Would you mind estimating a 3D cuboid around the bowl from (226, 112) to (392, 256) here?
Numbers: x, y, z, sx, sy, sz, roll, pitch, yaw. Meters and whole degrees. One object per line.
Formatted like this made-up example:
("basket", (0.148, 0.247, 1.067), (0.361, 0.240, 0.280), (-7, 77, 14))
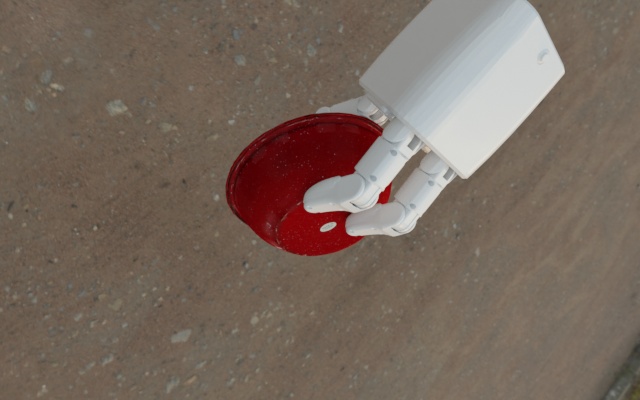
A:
("bowl", (-0.001, 0.003, 0.425), (0.162, 0.055, 0.162), (-11, -38, -9))
